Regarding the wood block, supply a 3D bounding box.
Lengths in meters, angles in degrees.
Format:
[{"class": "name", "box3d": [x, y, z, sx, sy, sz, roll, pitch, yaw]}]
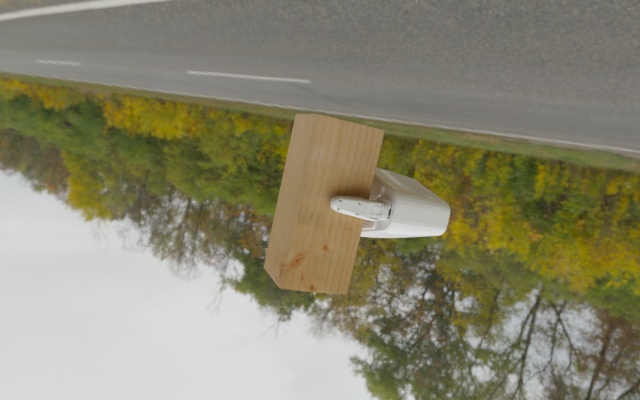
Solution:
[{"class": "wood block", "box3d": [0.001, 0.002, 0.597, 0.090, 0.206, 0.091, 10, 6, -22]}]
